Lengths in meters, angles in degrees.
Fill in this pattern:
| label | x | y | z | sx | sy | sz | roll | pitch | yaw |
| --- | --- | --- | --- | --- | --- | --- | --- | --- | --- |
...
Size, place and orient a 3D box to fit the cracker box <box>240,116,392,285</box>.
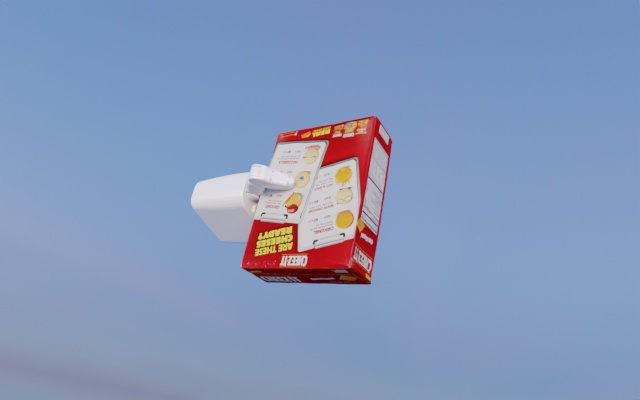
| label | x | y | z | sx | sy | sz | roll | pitch | yaw |
| --- | --- | --- | --- | --- | --- | --- | --- | --- | --- |
| cracker box | 0.000 | 0.002 | 0.642 | 0.164 | 0.213 | 0.072 | -5 | -30 | 32 |
